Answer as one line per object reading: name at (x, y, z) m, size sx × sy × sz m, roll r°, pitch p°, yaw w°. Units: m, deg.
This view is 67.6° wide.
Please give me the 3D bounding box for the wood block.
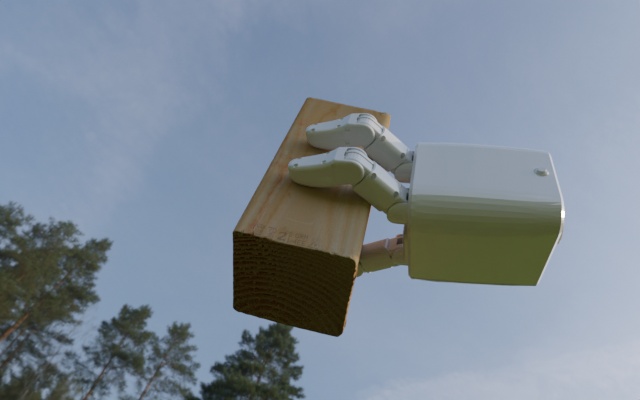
wood block at (0.000, 0.002, 0.422) m, size 0.090 × 0.091 × 0.206 m, roll 13°, pitch 39°, yaw 6°
